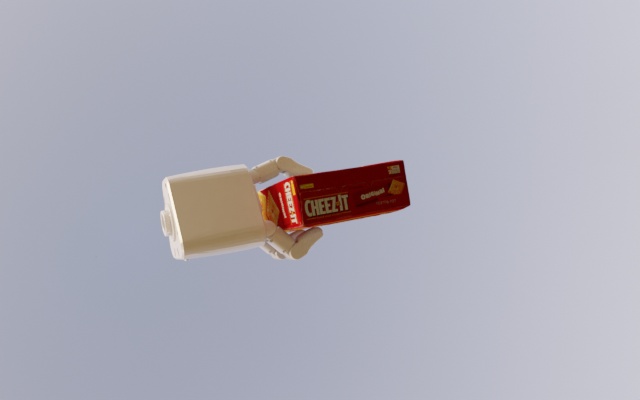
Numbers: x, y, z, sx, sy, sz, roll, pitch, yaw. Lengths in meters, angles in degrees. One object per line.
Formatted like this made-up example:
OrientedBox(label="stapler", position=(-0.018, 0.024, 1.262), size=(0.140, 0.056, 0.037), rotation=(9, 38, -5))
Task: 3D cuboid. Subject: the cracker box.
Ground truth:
OrientedBox(label="cracker box", position=(0.000, 0.002, 0.690), size=(0.164, 0.072, 0.214), rotation=(-10, -2, -26))
